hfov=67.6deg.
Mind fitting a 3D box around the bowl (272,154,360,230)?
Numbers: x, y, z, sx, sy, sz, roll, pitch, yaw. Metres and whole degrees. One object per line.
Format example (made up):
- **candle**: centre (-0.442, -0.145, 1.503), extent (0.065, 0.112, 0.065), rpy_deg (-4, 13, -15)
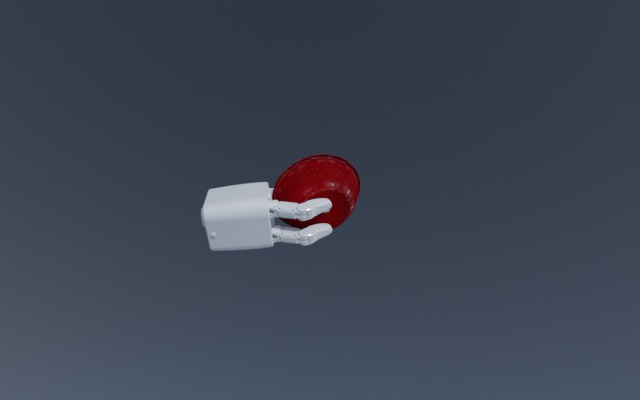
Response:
- **bowl**: centre (0.001, 0.002, 0.823), extent (0.162, 0.162, 0.055), rpy_deg (0, 36, -19)
